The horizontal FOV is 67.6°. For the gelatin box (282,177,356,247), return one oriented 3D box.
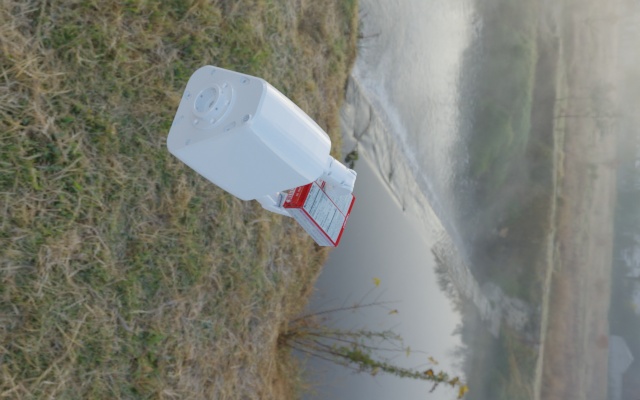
[{"bbox_3d":[0.001,0.002,0.565,0.030,0.073,0.089,-1,-35,37],"label":"gelatin box"}]
